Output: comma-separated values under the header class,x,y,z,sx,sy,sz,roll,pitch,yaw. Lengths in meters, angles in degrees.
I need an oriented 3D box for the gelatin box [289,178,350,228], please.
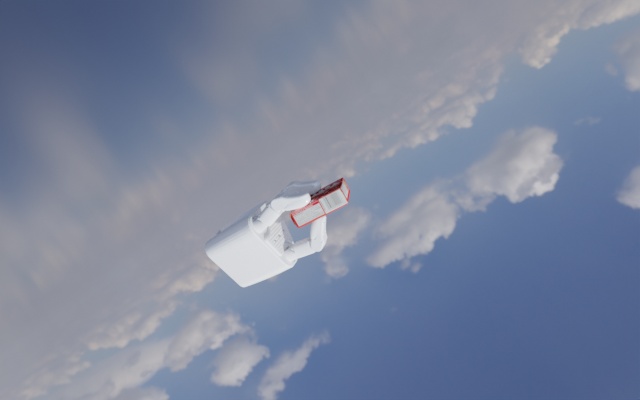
class,x,y,z,sx,sy,sz,roll,pitch,yaw
gelatin box,0.001,0.003,0.737,0.089,0.030,0.073,-27,10,13
